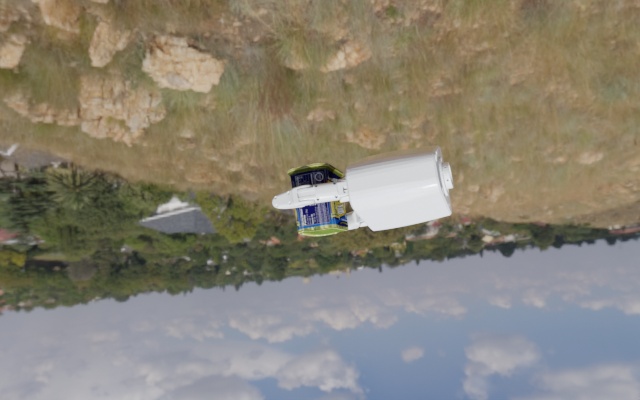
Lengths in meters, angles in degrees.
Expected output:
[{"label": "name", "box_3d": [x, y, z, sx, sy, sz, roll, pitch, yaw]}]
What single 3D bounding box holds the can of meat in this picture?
[{"label": "can of meat", "box_3d": [0.000, 0.002, 0.640, 0.057, 0.084, 0.102, -11, -9, 16]}]
